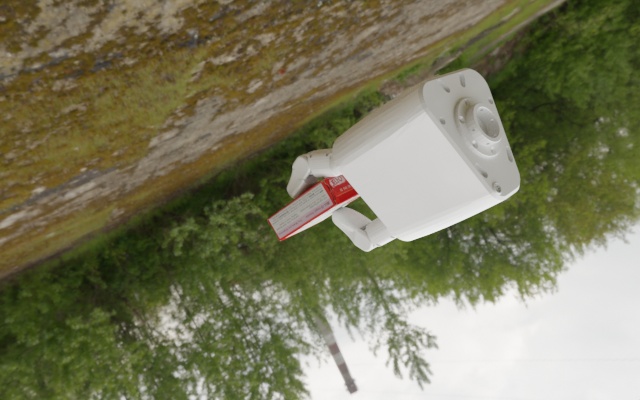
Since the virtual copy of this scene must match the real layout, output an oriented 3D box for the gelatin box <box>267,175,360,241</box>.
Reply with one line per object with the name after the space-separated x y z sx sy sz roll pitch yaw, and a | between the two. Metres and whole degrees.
0.000 0.002 0.487 0.089 0.030 0.073 -35 -7 37 | gelatin box
